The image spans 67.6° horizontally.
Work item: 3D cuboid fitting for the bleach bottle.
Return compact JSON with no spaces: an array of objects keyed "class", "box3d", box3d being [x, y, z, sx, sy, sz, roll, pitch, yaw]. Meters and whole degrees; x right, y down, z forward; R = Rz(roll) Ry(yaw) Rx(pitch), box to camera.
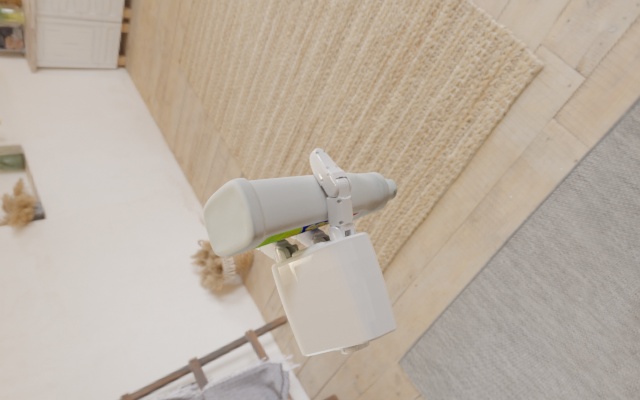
[{"class":"bleach bottle","box3d":[0.000,0.002,0.549,0.251,0.068,0.102,-12,-11,-38]}]
